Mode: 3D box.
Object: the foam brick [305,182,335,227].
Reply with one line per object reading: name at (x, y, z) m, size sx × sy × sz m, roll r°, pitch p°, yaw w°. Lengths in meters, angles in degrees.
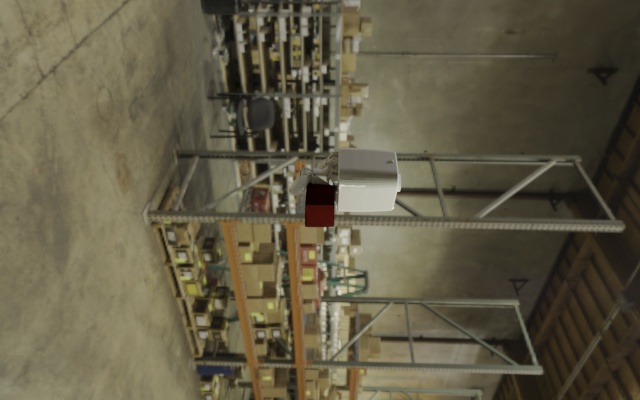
foam brick at (0.000, 0.003, 0.841) m, size 0.051 × 0.053 × 0.078 m, roll 2°, pitch 41°, yaw 1°
